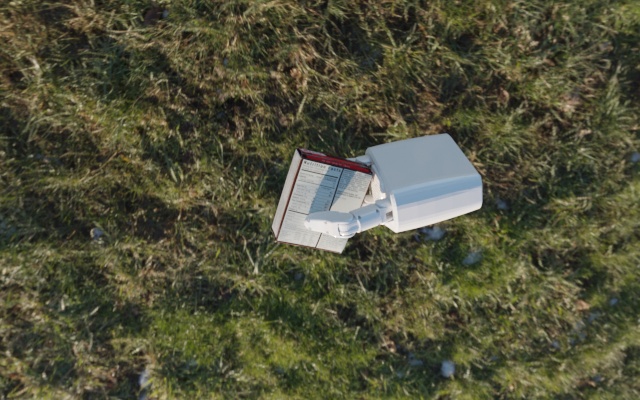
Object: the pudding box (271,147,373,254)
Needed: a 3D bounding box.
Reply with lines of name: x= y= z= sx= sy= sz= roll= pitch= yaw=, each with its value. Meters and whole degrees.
pudding box: x=0.000 y=0.002 z=0.562 sx=0.090 sy=0.113 sz=0.039 roll=13 pitch=20 yaw=-17
